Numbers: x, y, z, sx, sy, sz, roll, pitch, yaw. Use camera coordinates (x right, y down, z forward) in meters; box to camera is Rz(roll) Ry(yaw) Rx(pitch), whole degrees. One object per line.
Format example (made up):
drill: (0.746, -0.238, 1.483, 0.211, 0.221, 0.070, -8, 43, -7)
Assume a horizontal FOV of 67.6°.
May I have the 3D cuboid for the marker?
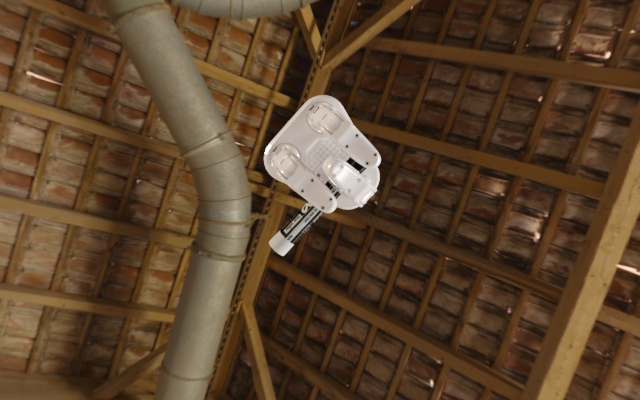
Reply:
marker: (0.000, 0.001, 0.438, 0.020, 0.121, 0.020, 43, 5, -5)
